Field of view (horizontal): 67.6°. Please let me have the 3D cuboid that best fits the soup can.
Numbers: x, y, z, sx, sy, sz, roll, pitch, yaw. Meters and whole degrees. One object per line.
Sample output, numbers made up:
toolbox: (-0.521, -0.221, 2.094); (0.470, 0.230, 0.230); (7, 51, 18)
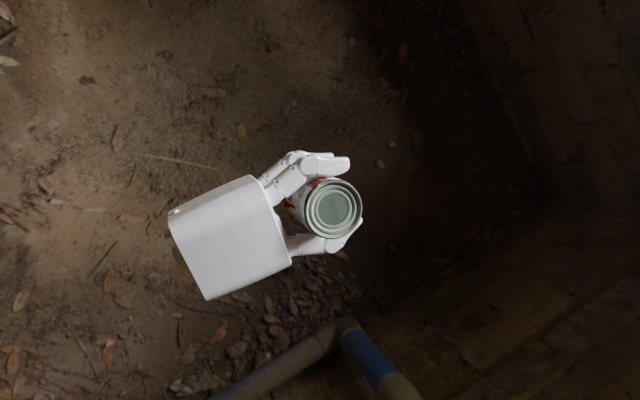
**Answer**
soup can: (0.001, 0.002, 0.559); (0.068, 0.068, 0.102); (0, 9, -17)
